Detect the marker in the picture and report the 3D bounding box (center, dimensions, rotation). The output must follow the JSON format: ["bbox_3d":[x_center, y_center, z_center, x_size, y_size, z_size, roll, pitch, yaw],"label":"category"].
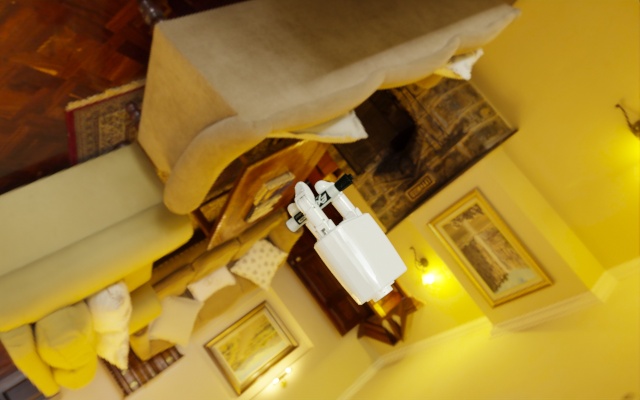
[{"bbox_3d":[0.000,0.002,0.693,0.121,0.020,0.020,-40,-12,15],"label":"marker"}]
